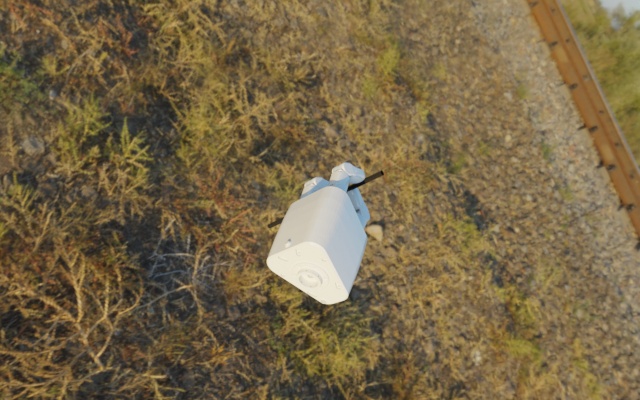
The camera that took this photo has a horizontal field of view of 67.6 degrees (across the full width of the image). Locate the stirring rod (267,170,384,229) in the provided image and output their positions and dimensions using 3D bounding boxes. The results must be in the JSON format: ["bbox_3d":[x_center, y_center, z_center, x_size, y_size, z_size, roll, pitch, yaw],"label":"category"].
[{"bbox_3d":[0.000,0.003,0.753,0.239,0.011,0.011,-25,-15,35],"label":"stirring rod"}]
